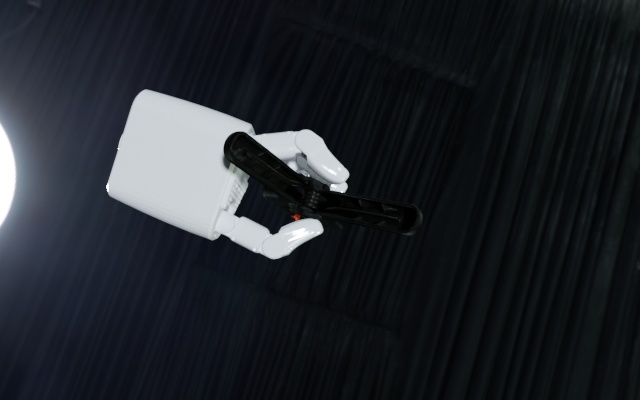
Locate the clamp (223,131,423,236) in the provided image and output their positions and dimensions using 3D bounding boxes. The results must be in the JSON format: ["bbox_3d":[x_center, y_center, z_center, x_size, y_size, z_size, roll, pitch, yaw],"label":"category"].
[{"bbox_3d":[0.000,0.002,0.453,0.164,0.036,0.210,23,-10,2],"label":"clamp"}]
